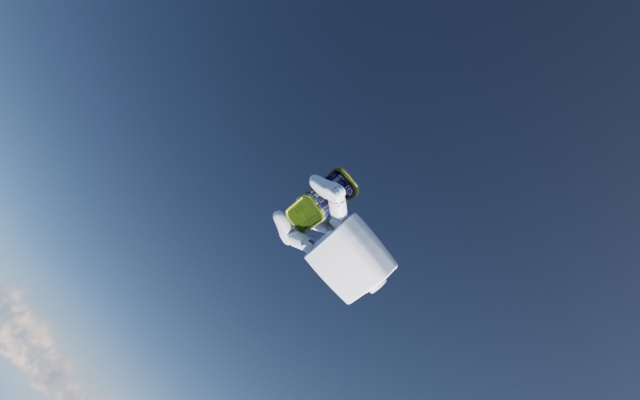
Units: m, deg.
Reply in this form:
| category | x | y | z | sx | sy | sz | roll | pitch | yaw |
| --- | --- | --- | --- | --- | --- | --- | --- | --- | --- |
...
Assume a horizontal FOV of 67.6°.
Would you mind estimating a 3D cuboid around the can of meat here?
| category | x | y | z | sx | sy | sz | roll | pitch | yaw |
| --- | --- | --- | --- | --- | --- | --- | --- | --- | --- |
| can of meat | 0.000 | 0.003 | 0.772 | 0.084 | 0.057 | 0.102 | -38 | 0 | -34 |
